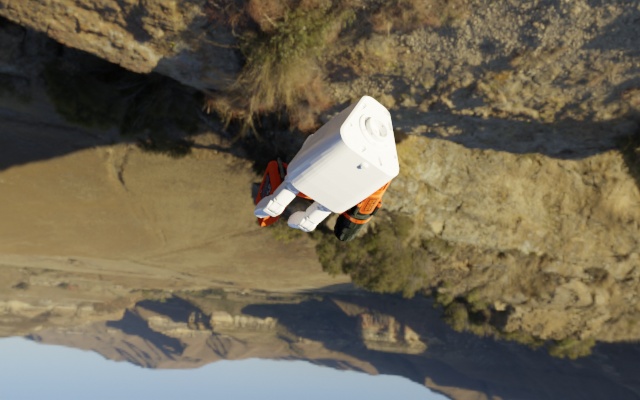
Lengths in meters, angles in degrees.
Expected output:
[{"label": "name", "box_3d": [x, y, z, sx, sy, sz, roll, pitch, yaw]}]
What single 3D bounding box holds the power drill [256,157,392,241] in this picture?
[{"label": "power drill", "box_3d": [0.000, 0.002, 0.732, 0.187, 0.057, 0.185, 0, -41, -22]}]
